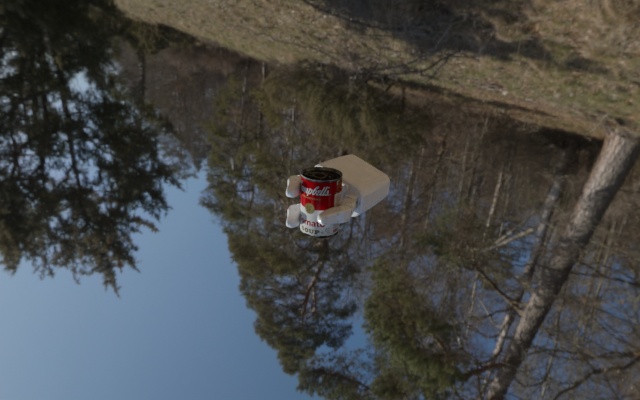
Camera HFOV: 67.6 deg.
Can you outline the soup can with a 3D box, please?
[{"bbox_3d":[0.000,0.003,0.790,0.068,0.102,0.068,2,23,-1],"label":"soup can"}]
